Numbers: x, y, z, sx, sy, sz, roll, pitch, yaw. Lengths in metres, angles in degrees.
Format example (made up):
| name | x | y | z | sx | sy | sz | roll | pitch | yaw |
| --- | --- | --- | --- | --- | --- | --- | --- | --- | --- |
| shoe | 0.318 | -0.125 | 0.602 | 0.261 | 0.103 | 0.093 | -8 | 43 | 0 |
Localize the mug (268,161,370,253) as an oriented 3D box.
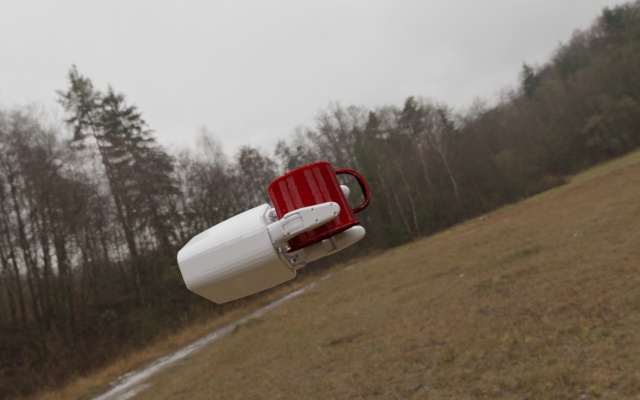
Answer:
| name | x | y | z | sx | sy | sz | roll | pitch | yaw |
| --- | --- | --- | --- | --- | --- | --- | --- | --- | --- |
| mug | 0.001 | 0.001 | 0.557 | 0.117 | 0.081 | 0.093 | -23 | -7 | 1 |
